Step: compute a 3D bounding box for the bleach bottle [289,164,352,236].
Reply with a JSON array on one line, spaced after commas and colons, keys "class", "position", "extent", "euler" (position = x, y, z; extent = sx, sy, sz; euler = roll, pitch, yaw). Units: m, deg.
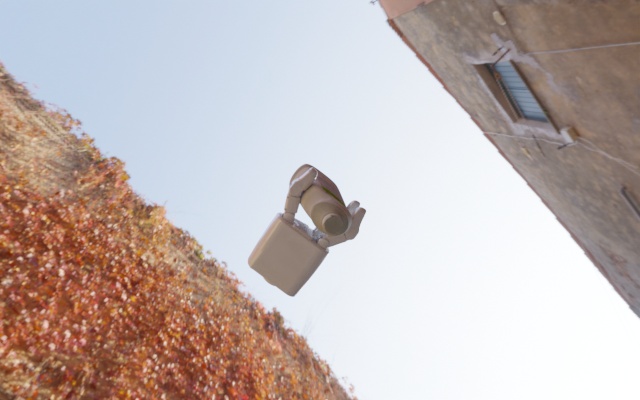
[{"class": "bleach bottle", "position": [0.000, 0.003, 0.849], "extent": [0.102, 0.068, 0.250], "euler": [35, 8, -13]}]
